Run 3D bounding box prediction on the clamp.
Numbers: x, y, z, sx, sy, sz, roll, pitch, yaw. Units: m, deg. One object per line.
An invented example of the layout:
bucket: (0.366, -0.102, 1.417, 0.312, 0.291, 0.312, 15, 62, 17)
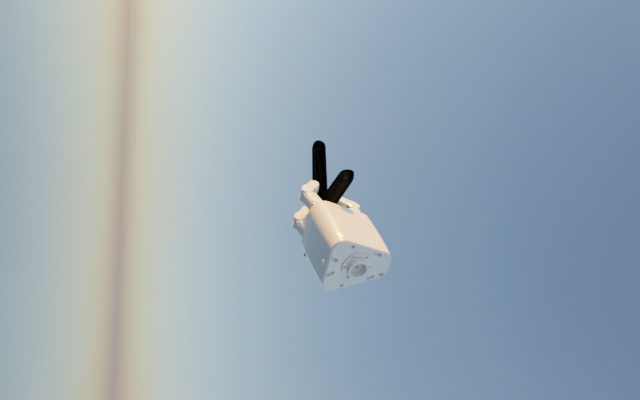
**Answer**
clamp: (0.001, 0.003, 0.862, 0.036, 0.210, 0.164, 4, 30, -20)
